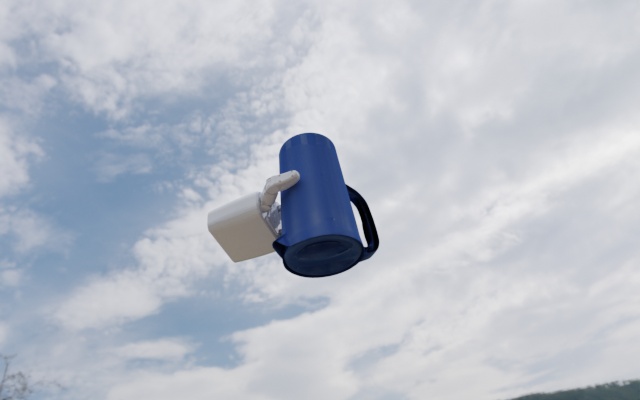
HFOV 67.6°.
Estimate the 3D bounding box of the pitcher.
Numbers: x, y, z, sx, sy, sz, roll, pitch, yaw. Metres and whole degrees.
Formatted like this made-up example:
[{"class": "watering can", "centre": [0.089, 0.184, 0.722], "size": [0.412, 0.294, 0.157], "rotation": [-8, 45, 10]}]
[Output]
[{"class": "pitcher", "centre": [0.000, 0.003, 0.831], "size": [0.145, 0.242, 0.149], "rotation": [-21, -38, 16]}]
